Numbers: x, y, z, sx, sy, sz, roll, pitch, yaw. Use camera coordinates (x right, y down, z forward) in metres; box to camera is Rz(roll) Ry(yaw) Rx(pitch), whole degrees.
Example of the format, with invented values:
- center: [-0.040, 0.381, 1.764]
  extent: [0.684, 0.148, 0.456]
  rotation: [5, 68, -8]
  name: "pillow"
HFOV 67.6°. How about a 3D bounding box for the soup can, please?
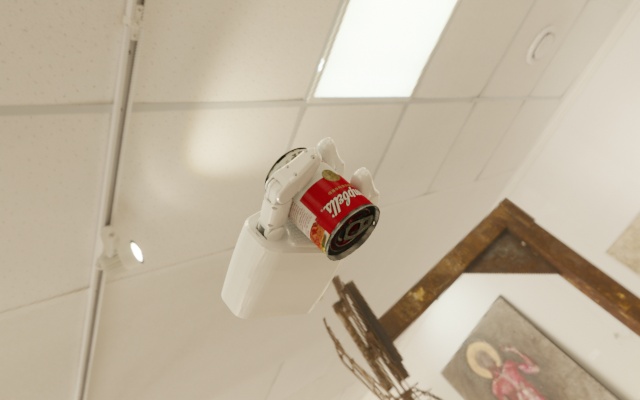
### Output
- center: [0.000, 0.001, 0.477]
  extent: [0.102, 0.068, 0.068]
  rotation: [43, 25, 29]
  name: "soup can"
